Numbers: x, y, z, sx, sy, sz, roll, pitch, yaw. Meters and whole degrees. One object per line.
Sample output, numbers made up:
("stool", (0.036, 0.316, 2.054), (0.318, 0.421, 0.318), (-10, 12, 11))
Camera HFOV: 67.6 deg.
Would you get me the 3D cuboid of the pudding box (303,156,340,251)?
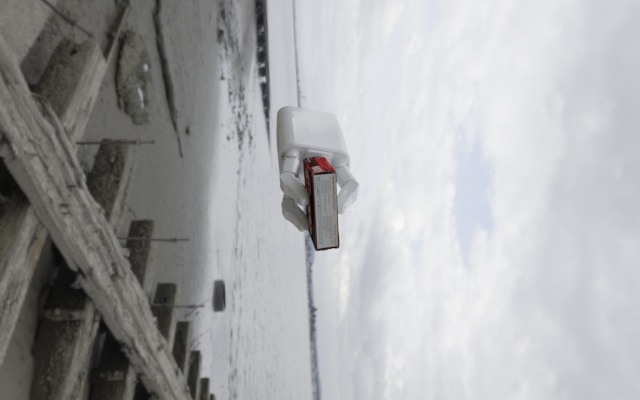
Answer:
("pudding box", (0.000, 0.002, 0.674), (0.039, 0.113, 0.090), (-7, 19, -6))
